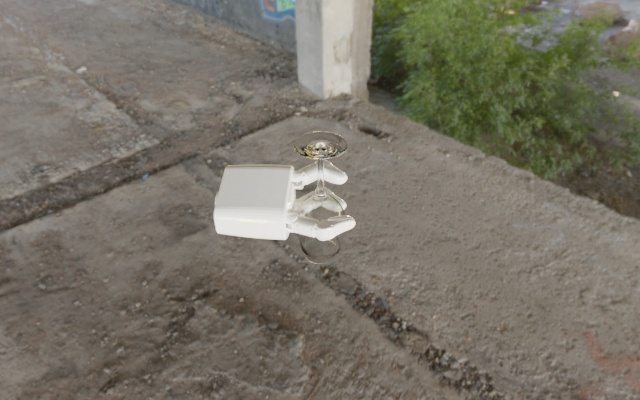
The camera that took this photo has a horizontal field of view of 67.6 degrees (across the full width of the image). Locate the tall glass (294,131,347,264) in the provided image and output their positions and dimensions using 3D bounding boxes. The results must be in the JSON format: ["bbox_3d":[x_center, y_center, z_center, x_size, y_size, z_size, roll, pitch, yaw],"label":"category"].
[{"bbox_3d":[0.000,0.002,0.716,0.079,0.201,0.079,0,37,0],"label":"tall glass"}]
